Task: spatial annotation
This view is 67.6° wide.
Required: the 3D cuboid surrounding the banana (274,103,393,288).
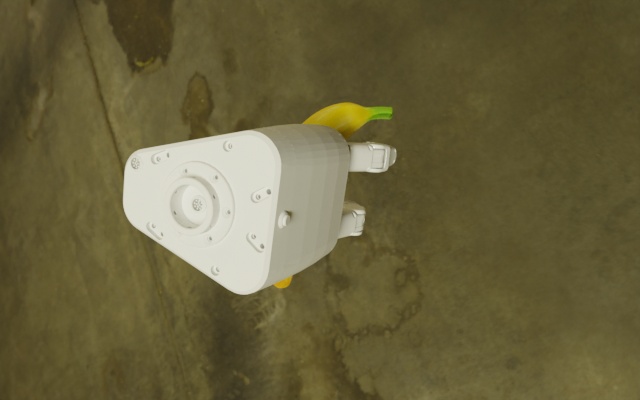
[{"bbox_3d":[-0.014,-0.011,0.427,0.069,0.198,0.037,31,15,-4],"label":"banana"}]
